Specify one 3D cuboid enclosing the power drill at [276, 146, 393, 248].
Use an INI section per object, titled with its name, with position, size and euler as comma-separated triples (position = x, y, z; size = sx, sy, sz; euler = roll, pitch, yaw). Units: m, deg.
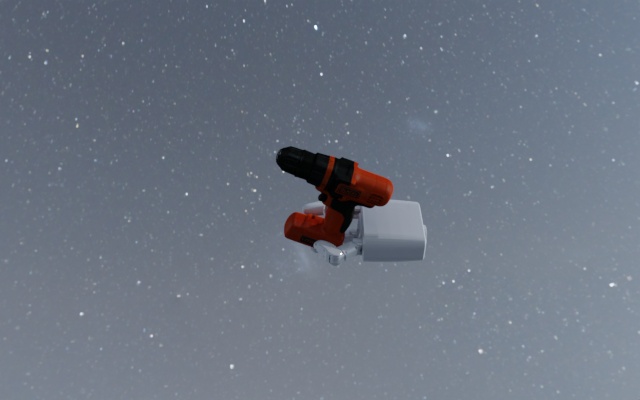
[power drill]
position = 0.000, 0.003, 0.770
size = 0.184, 0.057, 0.188
euler = 20, -40, -7
